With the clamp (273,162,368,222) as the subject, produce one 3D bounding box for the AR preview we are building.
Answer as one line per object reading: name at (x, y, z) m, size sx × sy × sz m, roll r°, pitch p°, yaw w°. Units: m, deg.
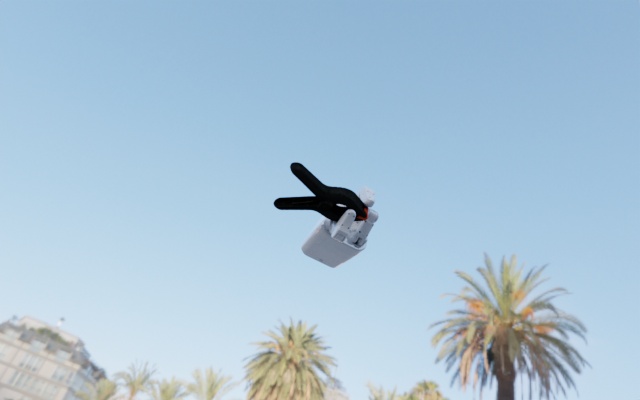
clamp at (0.000, 0.002, 0.858) m, size 0.171 × 0.039 × 0.120 m, roll 27°, pitch -37°, yaw -14°
